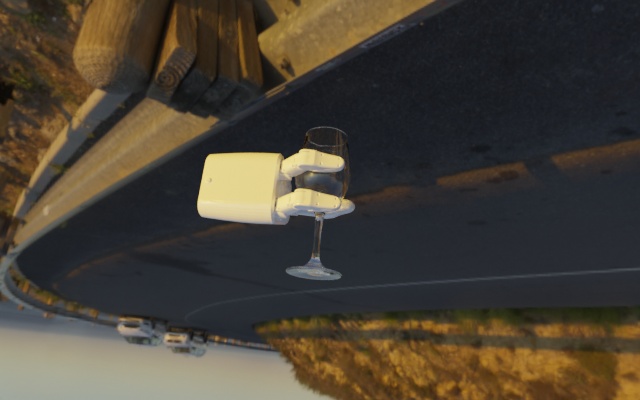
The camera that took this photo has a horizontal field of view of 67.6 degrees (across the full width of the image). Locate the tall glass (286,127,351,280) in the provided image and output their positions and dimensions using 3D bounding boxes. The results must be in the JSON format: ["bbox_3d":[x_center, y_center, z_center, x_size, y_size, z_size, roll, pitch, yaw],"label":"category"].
[{"bbox_3d":[0.000,0.003,0.653,0.079,0.201,0.079,5,-19,2],"label":"tall glass"}]
